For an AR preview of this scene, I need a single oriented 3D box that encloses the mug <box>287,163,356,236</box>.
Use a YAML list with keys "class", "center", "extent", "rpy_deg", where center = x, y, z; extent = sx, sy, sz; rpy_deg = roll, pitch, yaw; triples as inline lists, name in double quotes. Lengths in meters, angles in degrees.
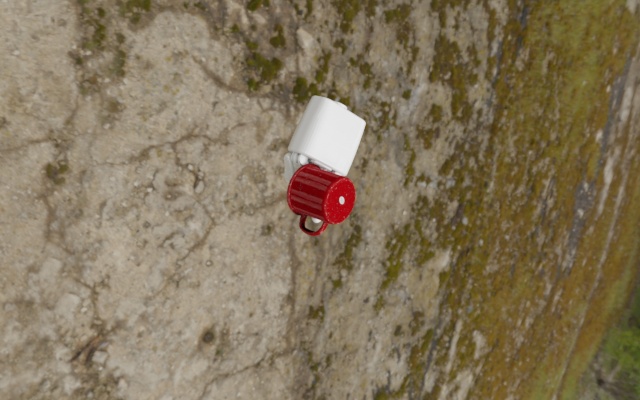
- class: "mug"
  center: [0.000, 0.004, 0.799]
  extent: [0.081, 0.117, 0.093]
  rpy_deg: [19, -2, 39]
